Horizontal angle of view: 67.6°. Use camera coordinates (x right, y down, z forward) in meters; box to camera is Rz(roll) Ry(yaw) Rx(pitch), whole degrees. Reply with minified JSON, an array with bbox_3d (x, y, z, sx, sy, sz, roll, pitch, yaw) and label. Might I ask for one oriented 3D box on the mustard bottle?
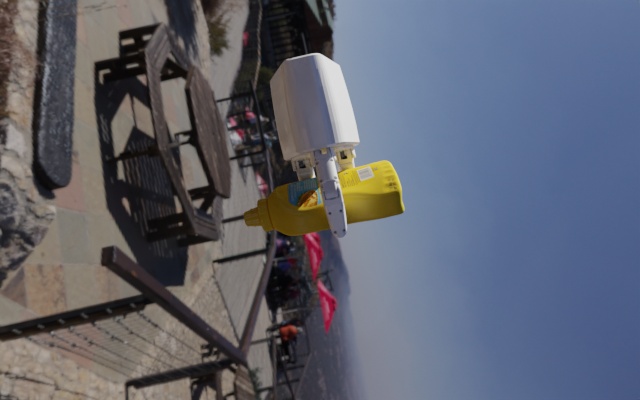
[{"bbox_3d":[0.000,0.002,0.588,0.191,0.058,0.096,-12,28,1],"label":"mustard bottle"}]
